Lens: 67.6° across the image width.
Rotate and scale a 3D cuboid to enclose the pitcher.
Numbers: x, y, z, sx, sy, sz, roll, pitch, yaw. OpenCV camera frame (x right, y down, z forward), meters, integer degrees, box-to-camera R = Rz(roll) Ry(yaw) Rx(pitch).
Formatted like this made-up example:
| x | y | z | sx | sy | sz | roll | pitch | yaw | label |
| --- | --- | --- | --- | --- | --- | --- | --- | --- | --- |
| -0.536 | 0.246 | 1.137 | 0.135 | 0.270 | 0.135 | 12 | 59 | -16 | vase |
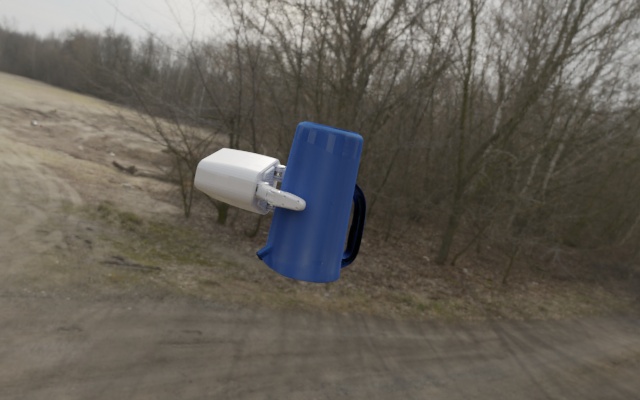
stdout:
| x | y | z | sx | sy | sz | roll | pitch | yaw | label |
| --- | --- | --- | --- | --- | --- | --- | --- | --- | --- |
| 0.000 | 0.003 | 0.780 | 0.145 | 0.243 | 0.149 | 15 | 8 | 13 | pitcher |
